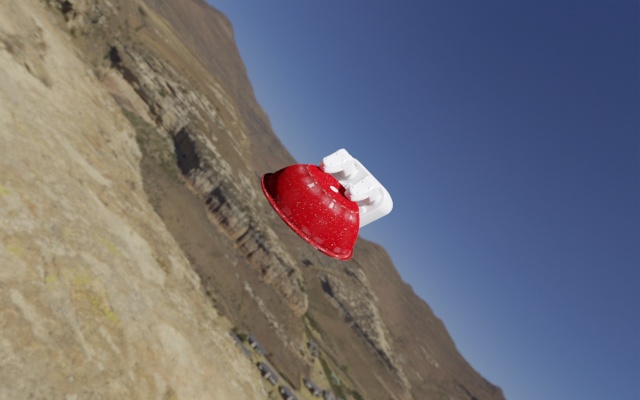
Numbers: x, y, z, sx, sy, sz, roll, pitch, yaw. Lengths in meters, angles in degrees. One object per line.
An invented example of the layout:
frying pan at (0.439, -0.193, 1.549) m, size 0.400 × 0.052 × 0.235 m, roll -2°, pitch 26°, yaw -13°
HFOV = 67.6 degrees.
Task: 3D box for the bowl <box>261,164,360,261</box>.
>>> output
bowl at (0.000, 0.002, 0.633) m, size 0.162 × 0.055 × 0.162 m, roll 39°, pitch 17°, yaw -14°
